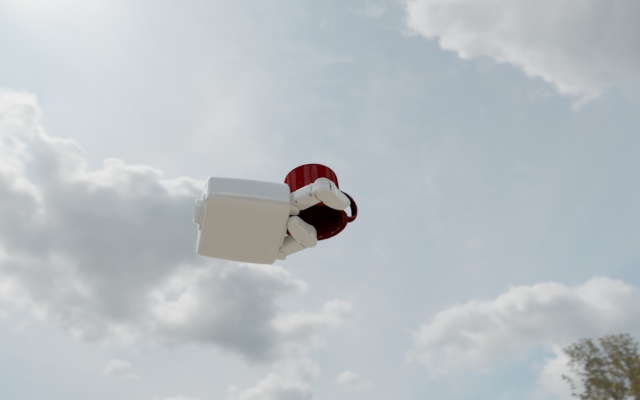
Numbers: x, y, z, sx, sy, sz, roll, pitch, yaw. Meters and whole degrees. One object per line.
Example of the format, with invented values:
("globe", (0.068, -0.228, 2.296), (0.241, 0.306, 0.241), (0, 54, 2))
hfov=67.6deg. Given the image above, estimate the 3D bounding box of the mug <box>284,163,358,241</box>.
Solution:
("mug", (0.001, 0.002, 0.697), (0.117, 0.081, 0.093), (8, -40, -19))
